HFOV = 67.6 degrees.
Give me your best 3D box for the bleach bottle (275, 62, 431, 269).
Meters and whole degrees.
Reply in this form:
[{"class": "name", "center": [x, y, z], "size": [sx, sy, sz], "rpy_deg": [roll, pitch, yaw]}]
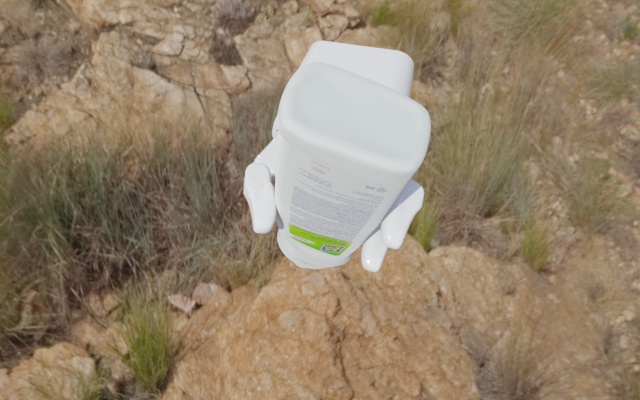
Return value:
[{"class": "bleach bottle", "center": [0.000, 0.001, 0.409], "size": [0.102, 0.068, 0.251], "rpy_deg": [21, -29, -2]}]
